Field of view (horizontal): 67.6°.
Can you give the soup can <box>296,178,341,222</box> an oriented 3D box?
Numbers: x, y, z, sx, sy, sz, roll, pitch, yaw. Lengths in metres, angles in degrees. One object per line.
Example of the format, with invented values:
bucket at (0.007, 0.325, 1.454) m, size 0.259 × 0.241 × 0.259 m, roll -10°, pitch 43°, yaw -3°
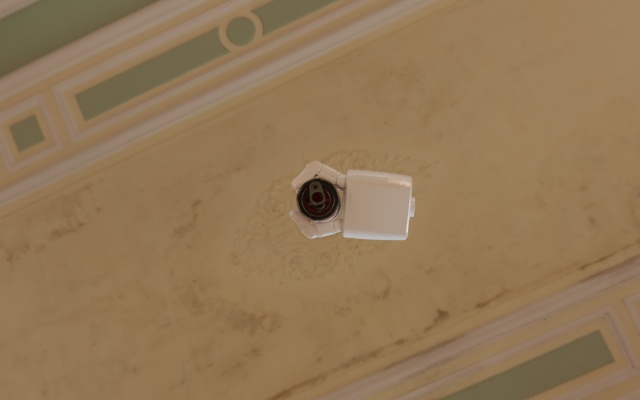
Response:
soup can at (0.000, 0.003, 0.794) m, size 0.068 × 0.068 × 0.102 m, roll 0°, pitch -5°, yaw 5°
